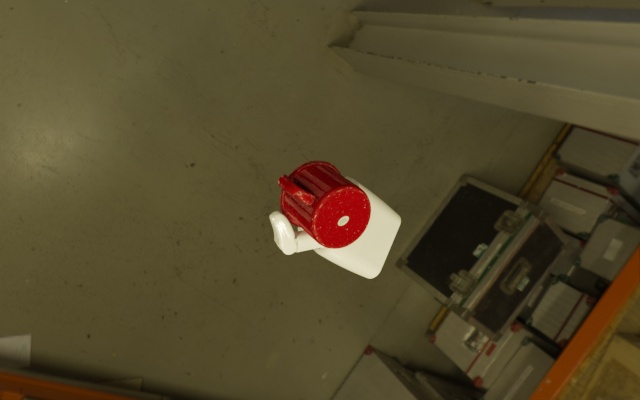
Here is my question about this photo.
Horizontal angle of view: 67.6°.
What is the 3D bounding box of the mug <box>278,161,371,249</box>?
[{"bbox_3d":[-0.001,0.001,0.575,0.117,0.093,0.081,32,3,-36],"label":"mug"}]
